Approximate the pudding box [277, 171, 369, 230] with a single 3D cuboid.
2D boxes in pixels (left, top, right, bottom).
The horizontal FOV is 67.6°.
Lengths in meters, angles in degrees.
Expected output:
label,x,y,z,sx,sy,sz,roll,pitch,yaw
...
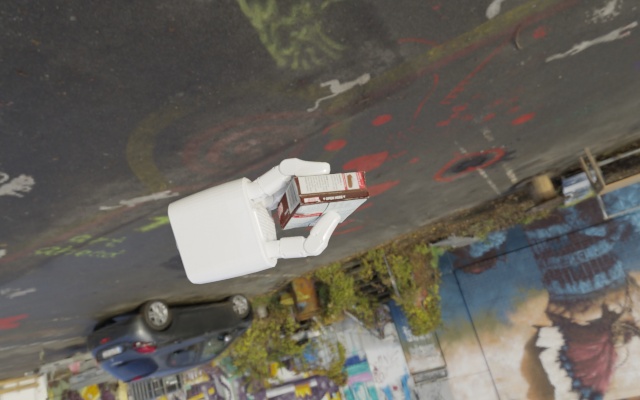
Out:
label,x,y,z,sx,sy,sz,roll,pitch,yaw
pudding box,0.000,0.002,0.603,0.090,0.039,0.113,-7,-15,-18
